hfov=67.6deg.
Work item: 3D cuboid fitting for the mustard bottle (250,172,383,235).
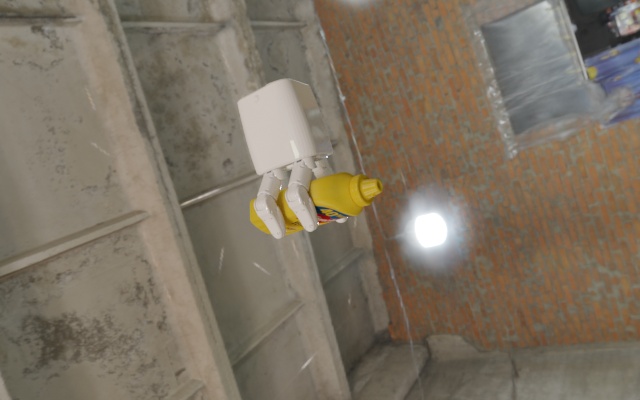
[{"bbox_3d":[0.000,0.003,0.654,0.191,0.058,0.096,-17,-24,36],"label":"mustard bottle"}]
